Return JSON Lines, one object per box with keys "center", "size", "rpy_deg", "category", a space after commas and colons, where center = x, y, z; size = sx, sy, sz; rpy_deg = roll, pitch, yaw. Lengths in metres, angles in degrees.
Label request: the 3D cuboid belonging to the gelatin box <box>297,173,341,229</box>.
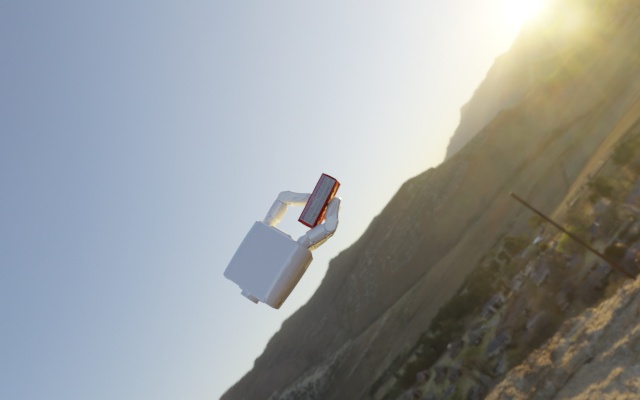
{"center": [0.000, 0.002, 0.785], "size": [0.030, 0.089, 0.073], "rpy_deg": [27, 0, 8], "category": "gelatin box"}
